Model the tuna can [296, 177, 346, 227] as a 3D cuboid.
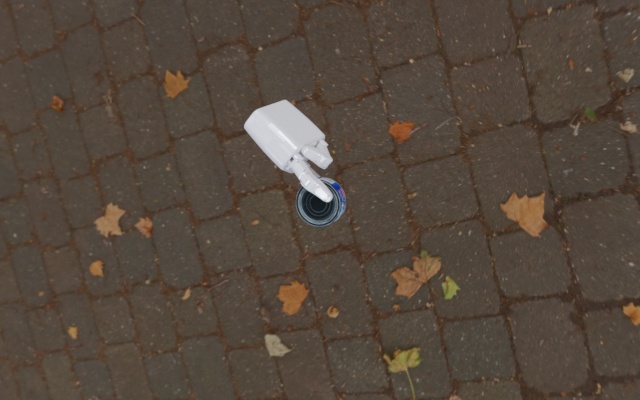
[{"bbox_3d":[0.000,0.003,0.844,0.086,0.086,0.033,0,10,18],"label":"tuna can"}]
